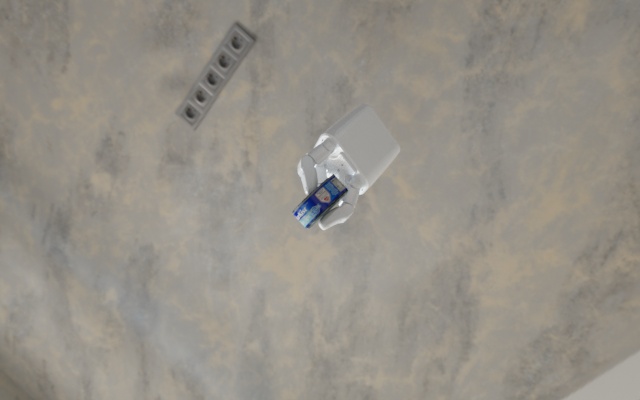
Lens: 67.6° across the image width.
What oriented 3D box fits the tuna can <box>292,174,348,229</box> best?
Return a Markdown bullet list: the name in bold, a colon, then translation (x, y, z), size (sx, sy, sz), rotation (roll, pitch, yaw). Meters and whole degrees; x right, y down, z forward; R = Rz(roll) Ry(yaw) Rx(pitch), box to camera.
- **tuna can**: translation (0.000, 0.003, 0.701), size (0.086, 0.034, 0.086), rotation (-43, -3, -3)
